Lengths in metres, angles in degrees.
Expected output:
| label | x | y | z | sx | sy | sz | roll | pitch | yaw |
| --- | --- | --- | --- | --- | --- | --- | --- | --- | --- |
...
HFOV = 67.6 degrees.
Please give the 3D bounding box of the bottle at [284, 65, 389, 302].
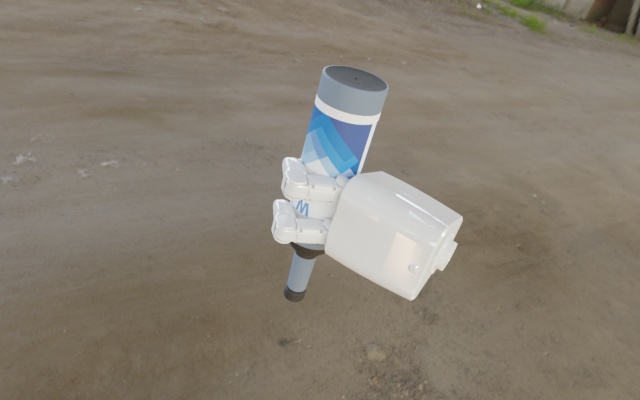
| label | x | y | z | sx | sy | sz | roll | pitch | yaw |
| --- | --- | --- | --- | --- | --- | --- | --- | --- | --- |
| bottle | 0.000 | 0.002 | 0.539 | 0.069 | 0.296 | 0.069 | 11 | 32 | -7 |
